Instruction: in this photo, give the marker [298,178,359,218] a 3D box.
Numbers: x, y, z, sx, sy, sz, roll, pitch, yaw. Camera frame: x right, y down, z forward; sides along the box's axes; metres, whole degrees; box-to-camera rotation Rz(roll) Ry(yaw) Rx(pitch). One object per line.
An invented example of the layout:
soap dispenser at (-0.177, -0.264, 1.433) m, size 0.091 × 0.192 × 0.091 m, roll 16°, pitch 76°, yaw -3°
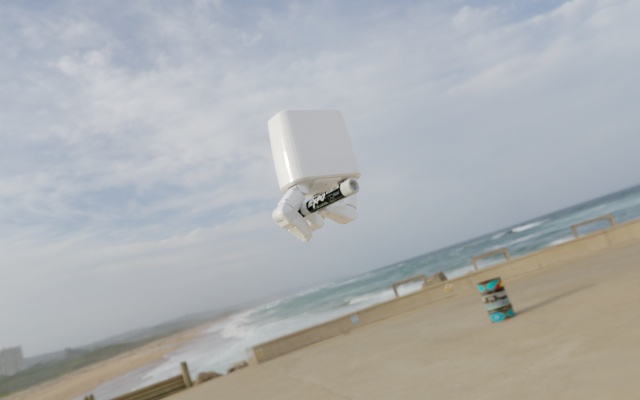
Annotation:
marker at (0.000, 0.002, 0.612) m, size 0.020 × 0.020 × 0.121 m, roll 0°, pitch -20°, yaw -45°
